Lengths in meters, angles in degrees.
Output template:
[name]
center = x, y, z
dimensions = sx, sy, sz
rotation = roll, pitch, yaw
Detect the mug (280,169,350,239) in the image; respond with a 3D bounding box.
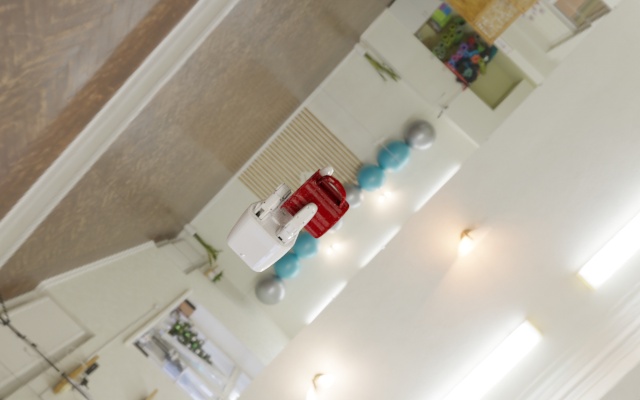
[mug]
center = 0.001, 0.002, 0.781
dimensions = 0.117, 0.081, 0.093
rotation = -43, 2, 43
